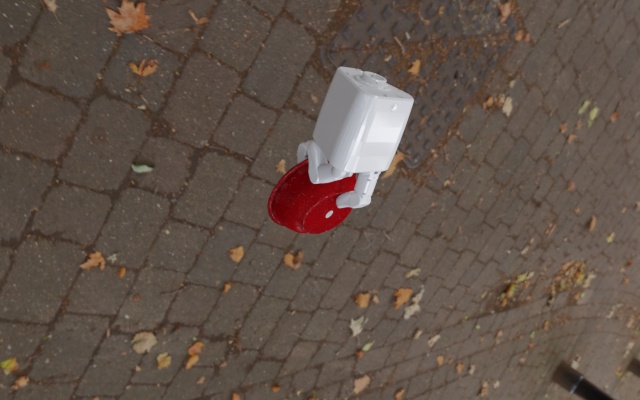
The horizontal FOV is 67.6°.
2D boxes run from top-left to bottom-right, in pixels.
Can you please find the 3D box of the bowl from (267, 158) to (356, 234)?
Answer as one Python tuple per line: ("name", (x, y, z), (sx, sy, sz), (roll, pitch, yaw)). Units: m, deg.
("bowl", (0.000, 0.004, 0.754), (0.162, 0.162, 0.055), (0, 44, -42))
